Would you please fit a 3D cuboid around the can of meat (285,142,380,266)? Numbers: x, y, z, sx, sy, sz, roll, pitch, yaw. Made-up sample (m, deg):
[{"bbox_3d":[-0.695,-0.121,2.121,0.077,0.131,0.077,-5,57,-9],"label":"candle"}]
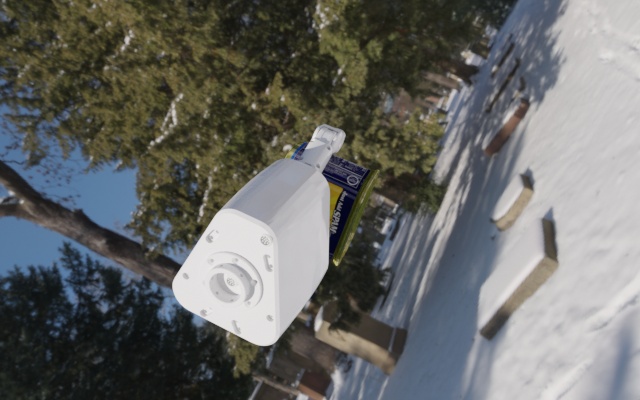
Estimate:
[{"bbox_3d":[0.000,0.001,0.476,0.084,0.102,0.057,24,32,9],"label":"can of meat"}]
